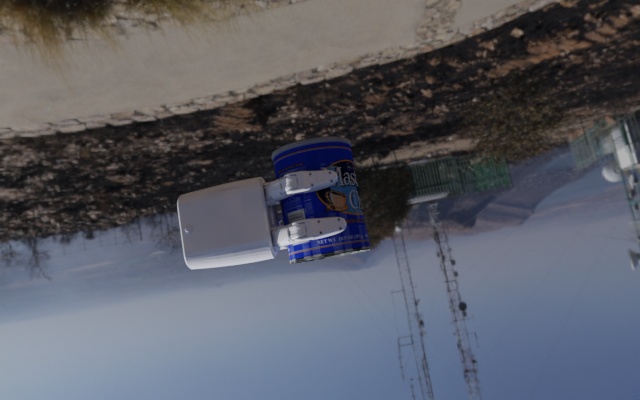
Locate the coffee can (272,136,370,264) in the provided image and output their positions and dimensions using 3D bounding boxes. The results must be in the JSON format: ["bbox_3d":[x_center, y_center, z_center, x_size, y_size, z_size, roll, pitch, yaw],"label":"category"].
[{"bbox_3d":[0.000,0.002,0.602,0.103,0.140,0.103,-10,-8,-1],"label":"coffee can"}]
